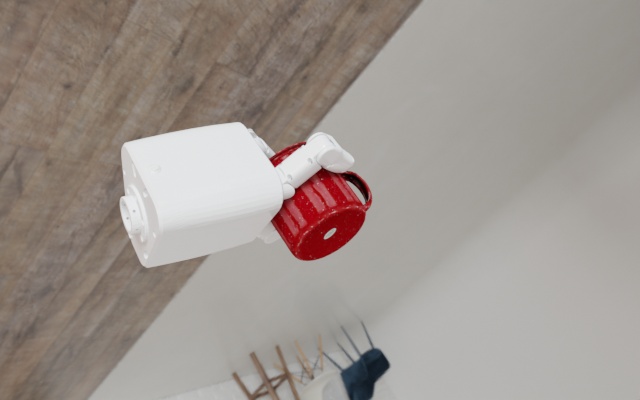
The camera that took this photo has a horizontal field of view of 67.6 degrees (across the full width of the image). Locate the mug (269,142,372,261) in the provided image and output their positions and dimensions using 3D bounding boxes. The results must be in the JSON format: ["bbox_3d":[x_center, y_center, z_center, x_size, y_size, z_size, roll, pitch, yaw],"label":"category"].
[{"bbox_3d":[0.001,0.001,0.470,0.117,0.081,0.093,-15,-35,-33],"label":"mug"}]
